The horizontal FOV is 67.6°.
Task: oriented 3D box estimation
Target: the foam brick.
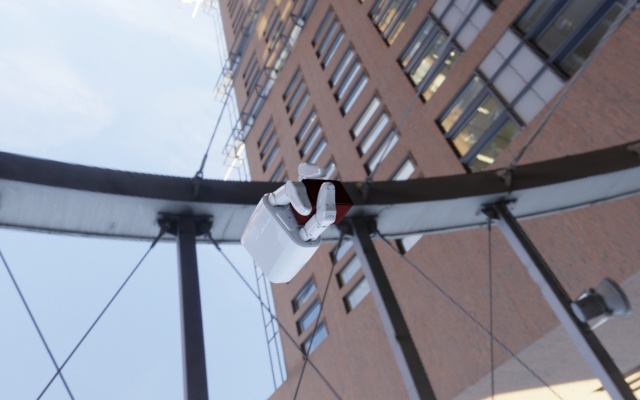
[{"bbox_3d":[0.000,0.002,0.746,0.078,0.053,0.051,2,-42,-38],"label":"foam brick"}]
